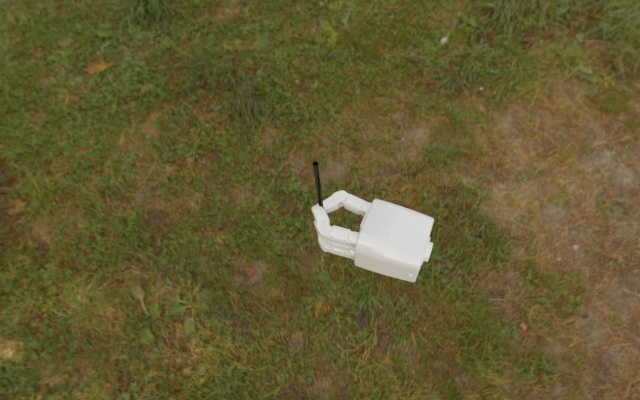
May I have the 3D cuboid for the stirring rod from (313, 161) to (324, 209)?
[{"bbox_3d":[0.000,0.003,0.782,0.011,0.011,0.240,0,-27,4],"label":"stirring rod"}]
